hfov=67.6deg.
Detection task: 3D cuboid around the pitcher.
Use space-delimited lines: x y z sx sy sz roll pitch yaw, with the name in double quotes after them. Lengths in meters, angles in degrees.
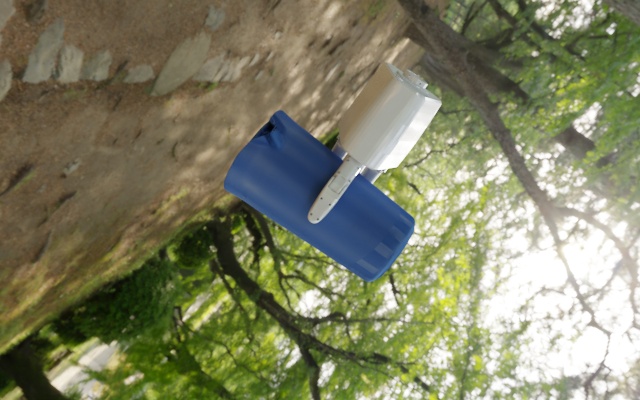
0.000 0.002 0.656 0.243 0.145 0.149 36 21 2 "pitcher"
